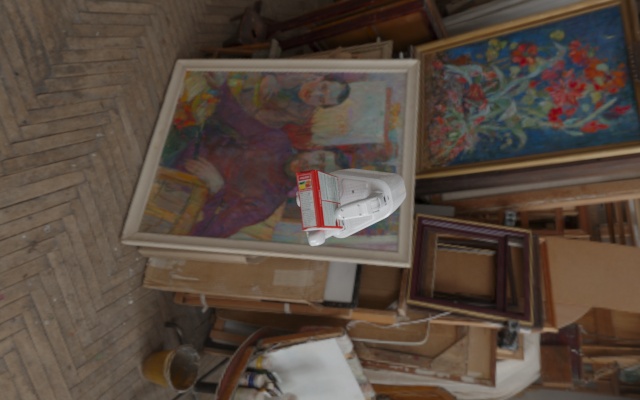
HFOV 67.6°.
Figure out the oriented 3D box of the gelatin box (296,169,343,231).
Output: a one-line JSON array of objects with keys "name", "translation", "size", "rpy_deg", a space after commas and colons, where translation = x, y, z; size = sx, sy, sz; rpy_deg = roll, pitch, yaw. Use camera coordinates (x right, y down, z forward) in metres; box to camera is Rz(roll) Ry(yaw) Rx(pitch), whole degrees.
[{"name": "gelatin box", "translation": [0.000, 0.002, 0.620], "size": [0.030, 0.073, 0.089], "rpy_deg": [-8, -6, 19]}]
